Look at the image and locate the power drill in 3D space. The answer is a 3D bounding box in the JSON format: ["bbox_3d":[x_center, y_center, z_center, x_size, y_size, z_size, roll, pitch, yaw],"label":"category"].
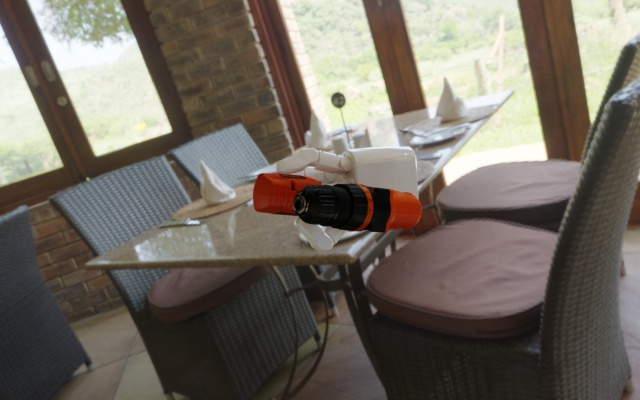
[{"bbox_3d":[0.000,0.002,0.577,0.184,0.057,0.187,7,3,-43],"label":"power drill"}]
